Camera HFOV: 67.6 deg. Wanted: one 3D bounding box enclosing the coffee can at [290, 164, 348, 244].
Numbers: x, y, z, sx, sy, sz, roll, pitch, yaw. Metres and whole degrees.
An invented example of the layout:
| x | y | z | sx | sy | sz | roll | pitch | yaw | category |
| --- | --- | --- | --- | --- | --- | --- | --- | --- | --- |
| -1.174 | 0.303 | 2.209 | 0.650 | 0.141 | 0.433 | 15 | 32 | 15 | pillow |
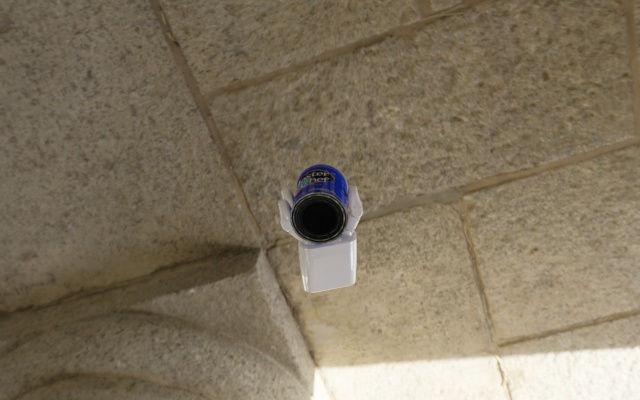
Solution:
| x | y | z | sx | sy | sz | roll | pitch | yaw | category |
| --- | --- | --- | --- | --- | --- | --- | --- | --- | --- |
| 0.000 | 0.003 | 0.895 | 0.103 | 0.103 | 0.140 | 0 | 25 | 3 | coffee can |
